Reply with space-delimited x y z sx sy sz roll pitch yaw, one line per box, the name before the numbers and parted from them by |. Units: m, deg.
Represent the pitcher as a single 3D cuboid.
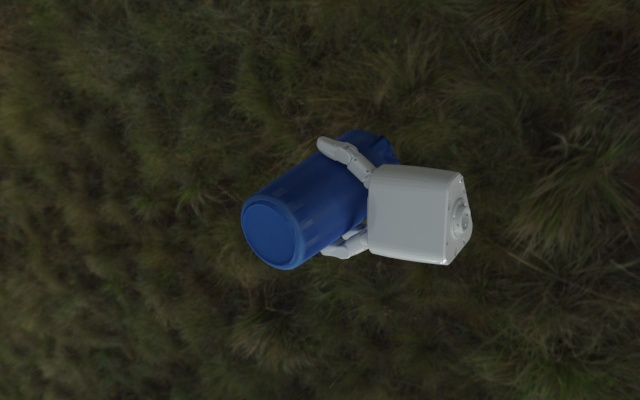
pitcher | 0.000 0.002 0.691 0.145 0.149 0.242 9 29 36
